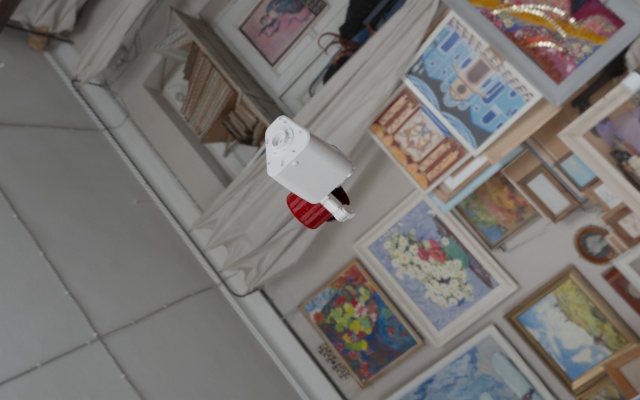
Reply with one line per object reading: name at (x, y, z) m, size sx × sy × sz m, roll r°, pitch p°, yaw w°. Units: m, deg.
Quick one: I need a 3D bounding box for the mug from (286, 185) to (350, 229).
mug at (0.001, 0.004, 0.873) m, size 0.081 × 0.093 × 0.117 m, roll -42°, pitch -47°, yaw 16°
